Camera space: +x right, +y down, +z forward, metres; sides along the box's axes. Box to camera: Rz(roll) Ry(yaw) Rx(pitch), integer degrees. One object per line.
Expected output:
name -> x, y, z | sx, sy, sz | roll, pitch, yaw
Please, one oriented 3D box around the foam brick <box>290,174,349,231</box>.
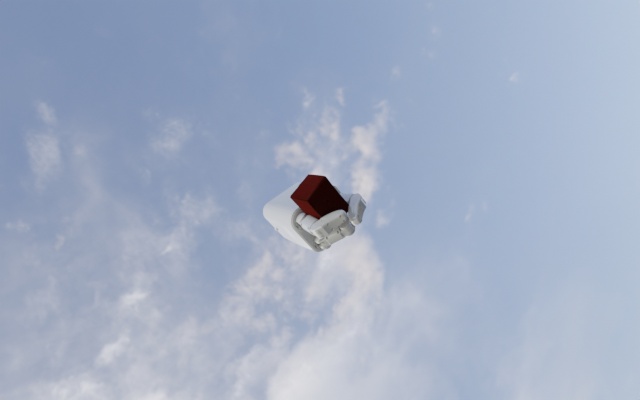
foam brick -> 0.000, 0.002, 0.773 | 0.051, 0.053, 0.078 | 14, -30, 53
